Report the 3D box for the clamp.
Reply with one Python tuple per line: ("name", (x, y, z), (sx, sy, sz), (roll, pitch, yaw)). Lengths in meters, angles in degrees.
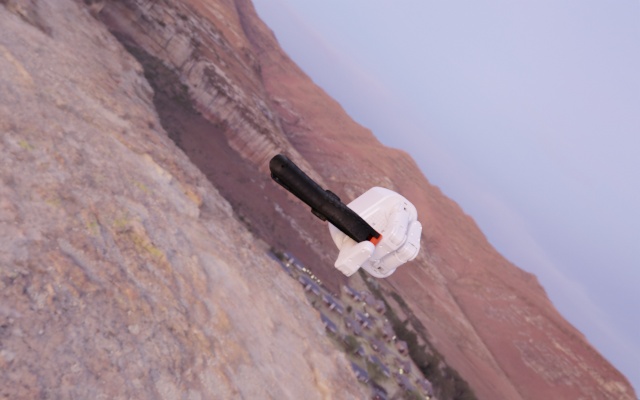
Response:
("clamp", (0.001, 0.002, 0.608), (0.171, 0.039, 0.120), (41, 0, -11))
